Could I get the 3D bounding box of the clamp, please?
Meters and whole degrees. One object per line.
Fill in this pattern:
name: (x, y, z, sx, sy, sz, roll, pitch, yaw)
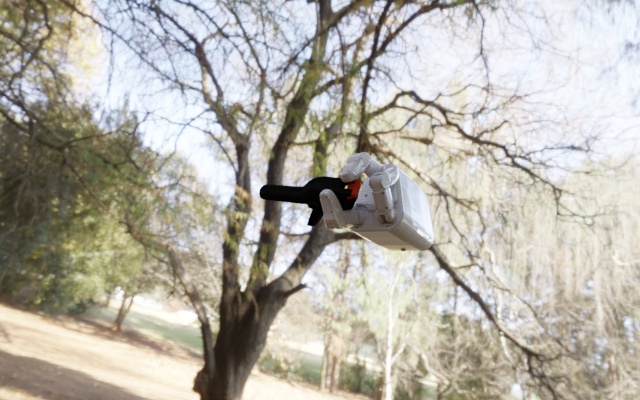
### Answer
clamp: (0.000, 0.002, 0.735, 0.171, 0.039, 0.120, -5, -26, 40)
